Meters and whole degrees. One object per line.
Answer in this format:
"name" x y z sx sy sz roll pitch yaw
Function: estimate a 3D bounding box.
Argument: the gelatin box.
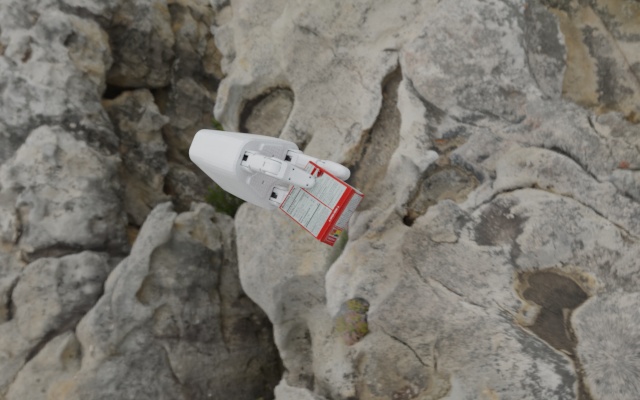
"gelatin box" 0.000 0.002 0.583 0.030 0.073 0.089 27 7 -47
